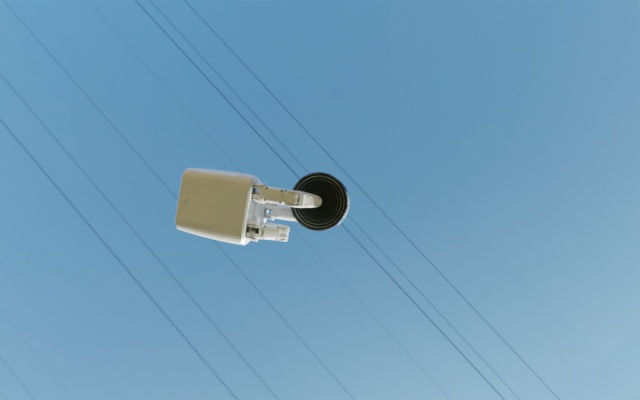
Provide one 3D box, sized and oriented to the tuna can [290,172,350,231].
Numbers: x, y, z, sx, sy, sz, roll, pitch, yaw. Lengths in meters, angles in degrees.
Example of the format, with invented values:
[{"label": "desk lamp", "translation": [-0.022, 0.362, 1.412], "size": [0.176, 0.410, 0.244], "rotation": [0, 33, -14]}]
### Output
[{"label": "tuna can", "translation": [0.000, 0.002, 0.707], "size": [0.086, 0.086, 0.034], "rotation": [0, -3, 12]}]
